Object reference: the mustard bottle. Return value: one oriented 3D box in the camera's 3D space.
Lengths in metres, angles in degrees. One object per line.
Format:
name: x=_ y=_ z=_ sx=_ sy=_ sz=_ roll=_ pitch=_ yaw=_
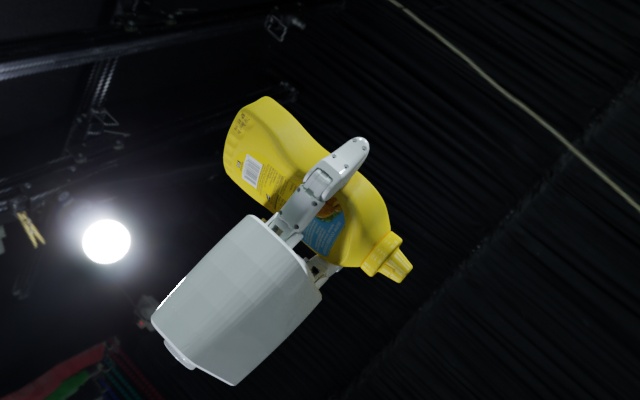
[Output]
mustard bottle: x=0.000 y=0.001 z=0.416 sx=0.058 sy=0.191 sz=0.096 roll=-38 pitch=-18 yaw=-38
